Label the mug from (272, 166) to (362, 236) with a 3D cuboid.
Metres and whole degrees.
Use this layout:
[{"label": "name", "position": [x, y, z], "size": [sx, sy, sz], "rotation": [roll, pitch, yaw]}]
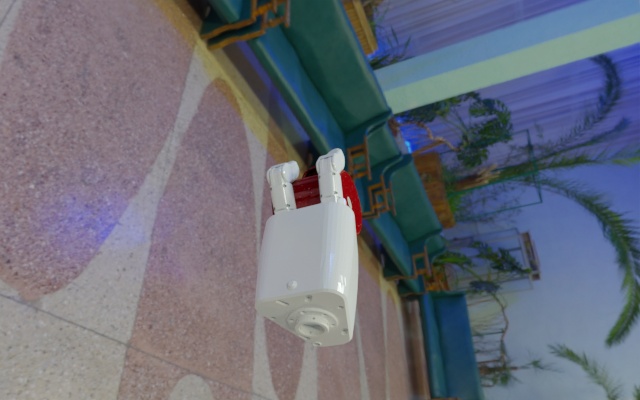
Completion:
[{"label": "mug", "position": [0.000, 0.001, 0.578], "size": [0.081, 0.117, 0.093], "rotation": [-13, -45, 20]}]
